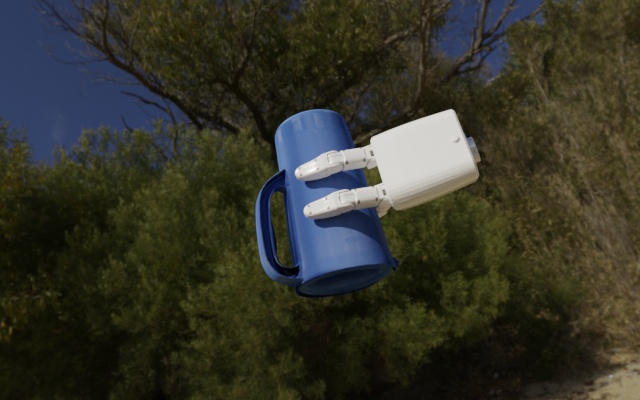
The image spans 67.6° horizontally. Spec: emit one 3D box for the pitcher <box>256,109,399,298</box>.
[{"bbox_3d":[0.000,0.002,0.646,0.145,0.242,0.149,-21,-24,17],"label":"pitcher"}]
